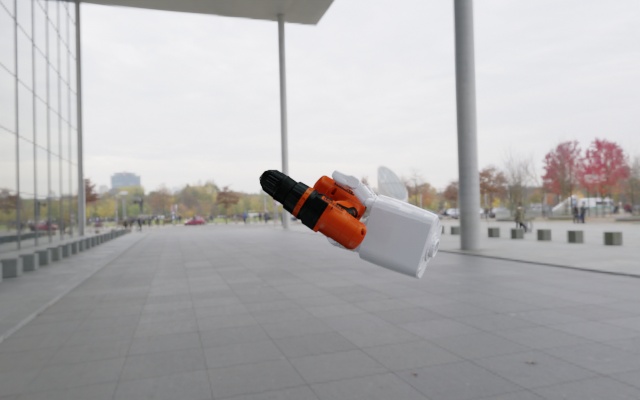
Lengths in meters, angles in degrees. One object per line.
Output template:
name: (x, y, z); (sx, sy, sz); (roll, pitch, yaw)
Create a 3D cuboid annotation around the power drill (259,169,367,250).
power drill: (0.000, 0.003, 0.791); (0.184, 0.057, 0.187); (35, 15, 6)
